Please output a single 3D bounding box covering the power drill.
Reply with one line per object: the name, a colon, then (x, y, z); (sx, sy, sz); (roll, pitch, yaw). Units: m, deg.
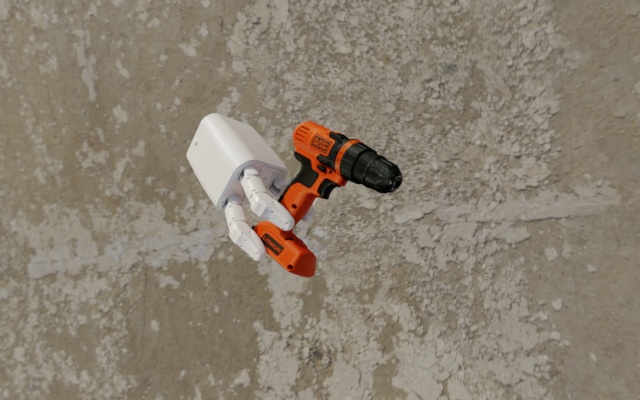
power drill: (0.000, 0.002, 0.624); (0.184, 0.187, 0.057); (33, 5, 42)
